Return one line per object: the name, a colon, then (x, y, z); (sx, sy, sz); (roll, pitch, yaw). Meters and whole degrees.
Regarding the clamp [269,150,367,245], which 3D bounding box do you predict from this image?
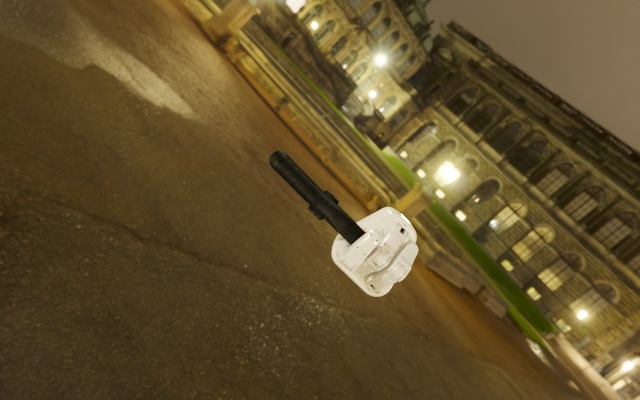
clamp: (0.001, 0.002, 0.640); (0.039, 0.171, 0.120); (-43, 2, 5)
